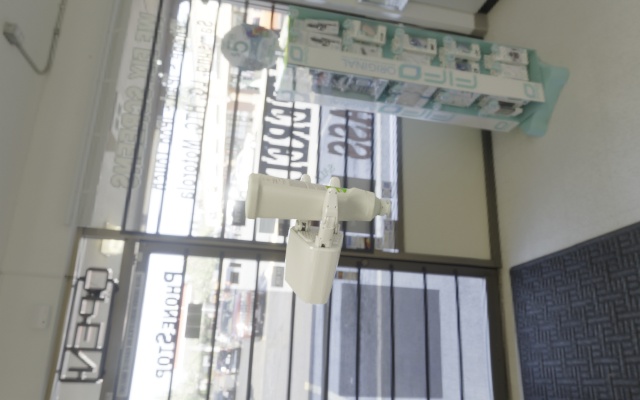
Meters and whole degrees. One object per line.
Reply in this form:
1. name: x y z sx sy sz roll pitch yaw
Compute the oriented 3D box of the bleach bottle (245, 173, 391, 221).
1. bleach bottle: 0.000 0.003 0.821 0.251 0.068 0.102 6 16 -11
